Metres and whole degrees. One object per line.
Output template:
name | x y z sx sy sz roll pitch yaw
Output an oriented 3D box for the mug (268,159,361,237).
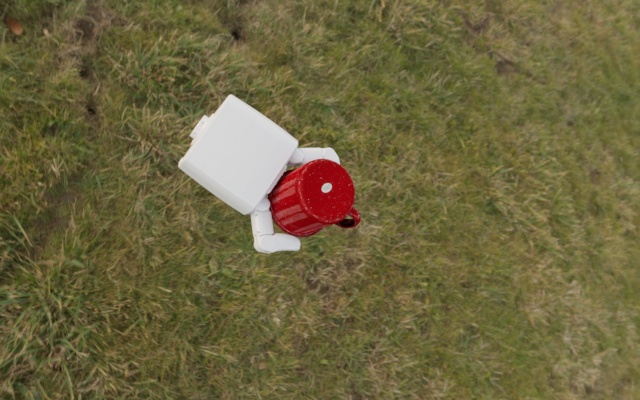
mug | 0.001 0.003 0.607 0.117 0.093 0.081 34 -25 -17
